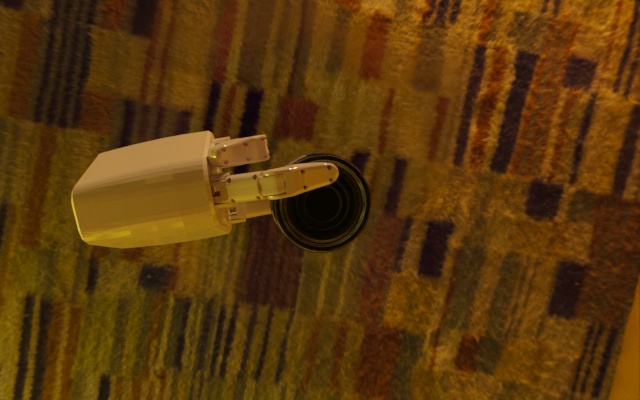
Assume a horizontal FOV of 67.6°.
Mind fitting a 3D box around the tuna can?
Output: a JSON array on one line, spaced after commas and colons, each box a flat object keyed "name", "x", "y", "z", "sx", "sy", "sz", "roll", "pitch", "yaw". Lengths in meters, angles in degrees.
[{"name": "tuna can", "x": 0.000, "y": 0.001, "z": 0.412, "sx": 0.086, "sy": 0.086, "sz": 0.034, "roll": 0, "pitch": 5, "yaw": -9}]
